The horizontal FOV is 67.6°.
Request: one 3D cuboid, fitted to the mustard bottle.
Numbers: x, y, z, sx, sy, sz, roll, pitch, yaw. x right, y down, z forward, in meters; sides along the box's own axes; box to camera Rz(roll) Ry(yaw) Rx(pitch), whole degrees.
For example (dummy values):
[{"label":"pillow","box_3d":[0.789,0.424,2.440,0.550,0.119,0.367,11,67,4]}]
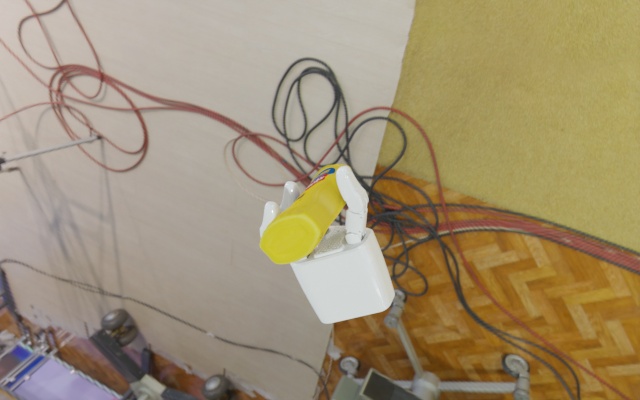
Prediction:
[{"label":"mustard bottle","box_3d":[0.000,0.002,0.630,0.096,0.058,0.191,-39,7,39]}]
